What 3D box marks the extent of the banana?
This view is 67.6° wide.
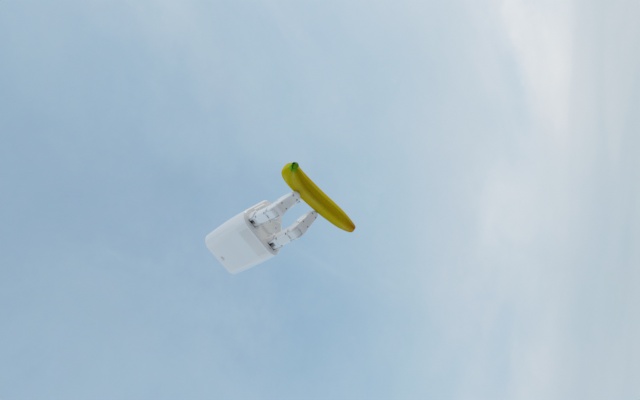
[{"bbox_3d":[-0.011,-0.007,0.822,0.198,0.037,0.069,44,-2,-39],"label":"banana"}]
